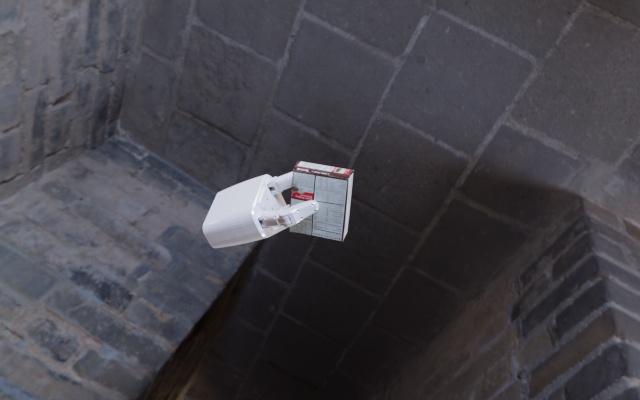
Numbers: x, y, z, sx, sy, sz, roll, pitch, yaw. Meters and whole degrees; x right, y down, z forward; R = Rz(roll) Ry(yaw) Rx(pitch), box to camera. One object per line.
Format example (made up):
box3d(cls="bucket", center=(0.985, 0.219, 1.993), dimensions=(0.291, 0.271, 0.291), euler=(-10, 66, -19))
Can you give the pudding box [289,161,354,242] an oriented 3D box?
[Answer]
box3d(cls="pudding box", center=(0.000, 0.002, 0.735), dimensions=(0.090, 0.114, 0.039), euler=(10, 29, 10))
